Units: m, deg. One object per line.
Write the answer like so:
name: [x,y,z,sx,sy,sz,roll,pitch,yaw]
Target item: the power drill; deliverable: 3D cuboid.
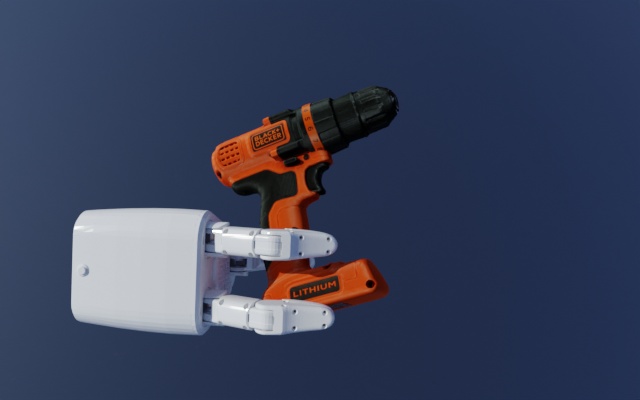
power drill: [0.000,0.002,0.425,0.184,0.187,0.057,-20,-22,15]
